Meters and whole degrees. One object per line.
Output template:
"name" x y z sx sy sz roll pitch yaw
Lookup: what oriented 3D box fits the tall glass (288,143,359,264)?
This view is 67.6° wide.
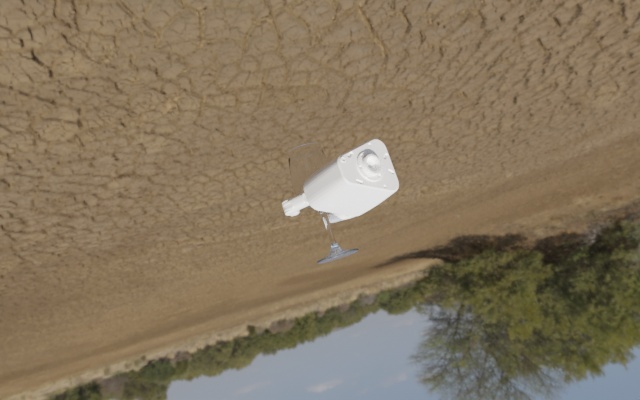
"tall glass" 0.000 0.003 0.831 0.079 0.201 0.079 -17 -13 -4
